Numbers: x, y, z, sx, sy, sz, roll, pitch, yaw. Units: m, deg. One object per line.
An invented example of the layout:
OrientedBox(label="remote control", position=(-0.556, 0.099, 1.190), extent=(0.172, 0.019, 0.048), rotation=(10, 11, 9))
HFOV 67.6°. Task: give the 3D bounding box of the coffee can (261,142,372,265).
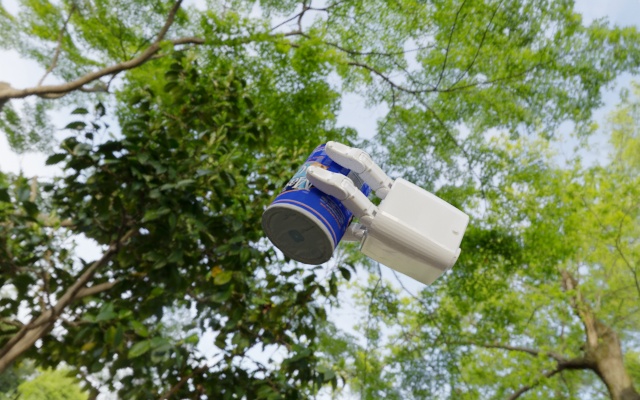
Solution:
OrientedBox(label="coffee can", position=(0.000, 0.002, 0.645), extent=(0.103, 0.103, 0.140), rotation=(0, 40, 36))
